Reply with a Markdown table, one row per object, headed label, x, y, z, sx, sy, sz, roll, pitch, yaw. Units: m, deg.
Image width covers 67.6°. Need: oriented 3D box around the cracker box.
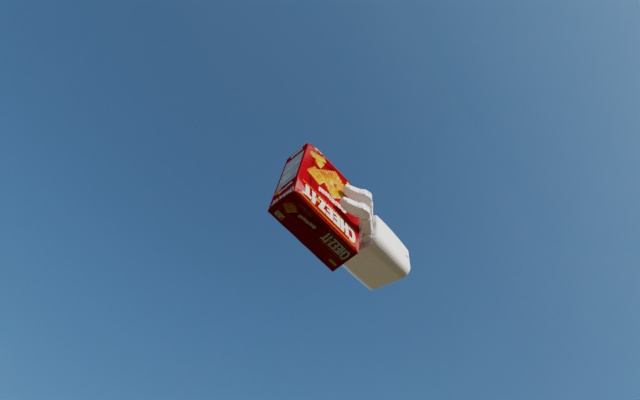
| label | x | y | z | sx | sy | sz | roll | pitch | yaw |
| --- | --- | --- | --- | --- | --- | --- | --- | --- | --- |
| cracker box | 0.000 | 0.003 | 0.892 | 0.072 | 0.164 | 0.213 | -38 | 19 | 23 |
